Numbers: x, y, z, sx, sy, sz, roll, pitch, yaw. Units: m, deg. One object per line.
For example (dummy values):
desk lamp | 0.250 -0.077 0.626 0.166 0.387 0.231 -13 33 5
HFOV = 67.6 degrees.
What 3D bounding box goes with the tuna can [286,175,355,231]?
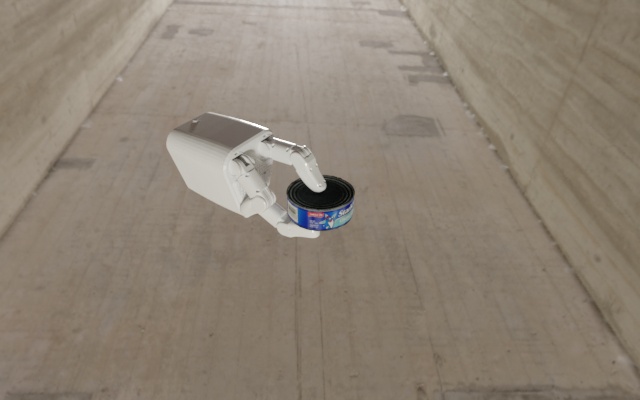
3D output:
tuna can | 0.000 0.002 0.605 0.086 0.034 0.086 0 32 0
